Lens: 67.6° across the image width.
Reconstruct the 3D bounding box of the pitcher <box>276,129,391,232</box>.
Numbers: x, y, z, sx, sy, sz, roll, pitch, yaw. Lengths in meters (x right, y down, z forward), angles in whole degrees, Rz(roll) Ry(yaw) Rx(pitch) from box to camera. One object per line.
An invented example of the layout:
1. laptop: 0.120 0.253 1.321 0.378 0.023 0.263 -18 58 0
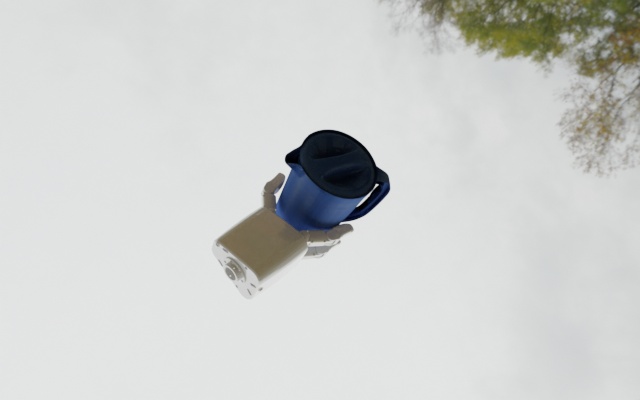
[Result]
1. pitcher: 0.000 0.003 0.835 0.145 0.149 0.243 -38 -11 -37
